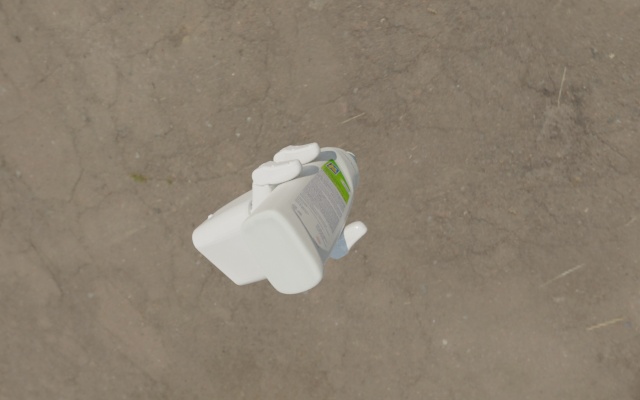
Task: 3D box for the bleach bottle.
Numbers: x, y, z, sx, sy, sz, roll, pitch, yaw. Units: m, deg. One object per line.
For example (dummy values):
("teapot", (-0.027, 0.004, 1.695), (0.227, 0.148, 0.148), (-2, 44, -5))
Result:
("bleach bottle", (0.000, 0.002, 0.593), (0.068, 0.102, 0.250), (-24, 14, 31))
